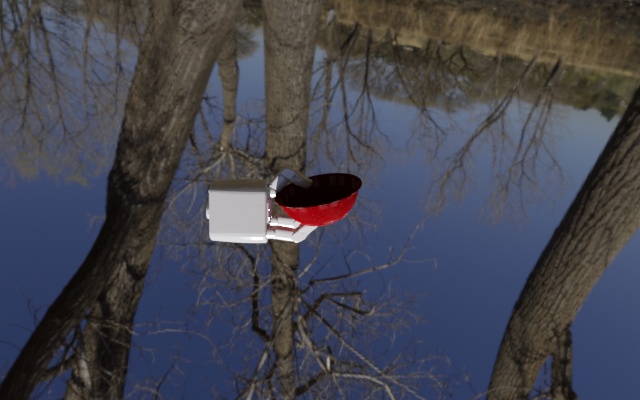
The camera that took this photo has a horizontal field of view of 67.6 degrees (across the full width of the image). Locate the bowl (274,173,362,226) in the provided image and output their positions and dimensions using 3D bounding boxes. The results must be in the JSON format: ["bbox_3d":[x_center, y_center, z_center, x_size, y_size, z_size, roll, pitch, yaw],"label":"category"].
[{"bbox_3d":[0.001,0.003,0.872,0.162,0.055,0.162,-11,21,4],"label":"bowl"}]
